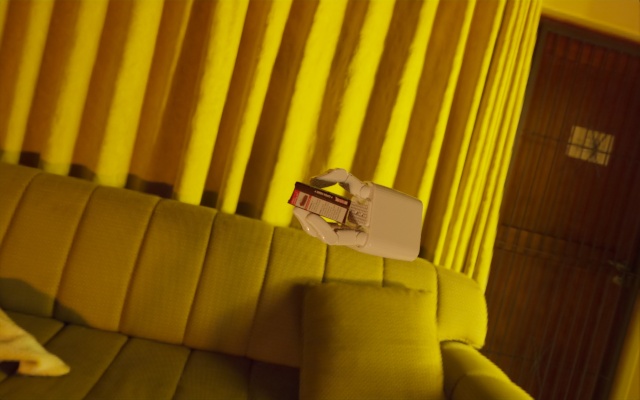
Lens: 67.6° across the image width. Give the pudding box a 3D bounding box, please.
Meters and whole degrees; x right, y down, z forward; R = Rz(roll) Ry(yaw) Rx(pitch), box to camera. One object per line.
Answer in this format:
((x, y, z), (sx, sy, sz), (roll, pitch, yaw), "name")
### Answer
((0.000, 0.002, 0.731), (0.090, 0.039, 0.113), (19, 0, 1), "pudding box")
